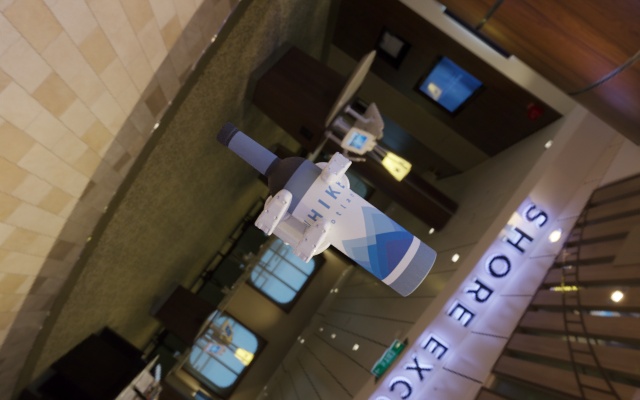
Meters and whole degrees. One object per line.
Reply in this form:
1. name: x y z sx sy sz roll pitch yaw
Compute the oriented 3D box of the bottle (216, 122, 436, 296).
1. bottle: 0.000 0.002 0.577 0.295 0.069 0.069 36 1 1
